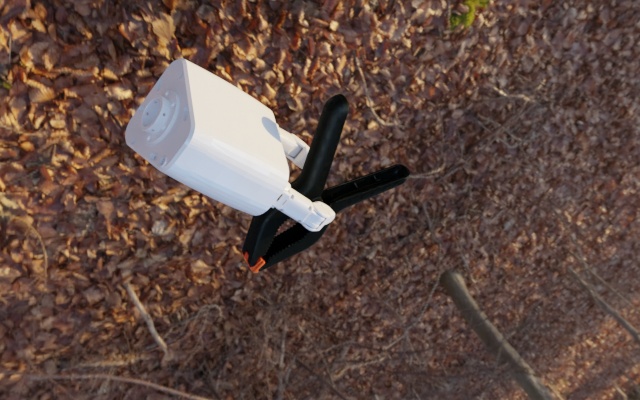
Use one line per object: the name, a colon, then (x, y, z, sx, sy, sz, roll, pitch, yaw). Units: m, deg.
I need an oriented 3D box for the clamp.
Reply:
clamp: (0.000, 0.003, 0.526, 0.164, 0.210, 0.036, 27, 19, -46)
